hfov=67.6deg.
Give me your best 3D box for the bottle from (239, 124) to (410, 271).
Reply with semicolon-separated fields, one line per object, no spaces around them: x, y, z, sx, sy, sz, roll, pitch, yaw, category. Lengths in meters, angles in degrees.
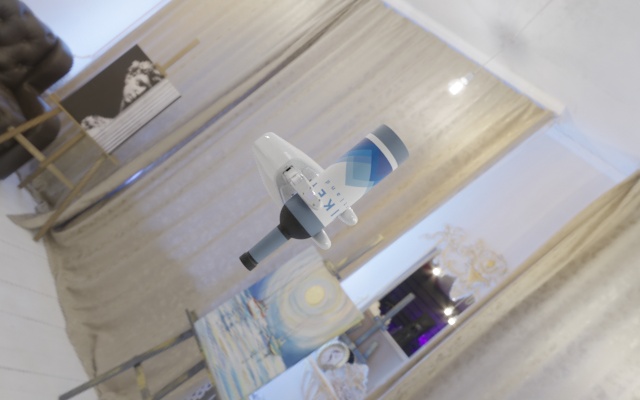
0.000;0.002;0.720;0.295;0.069;0.069;-39;2;-2;bottle
